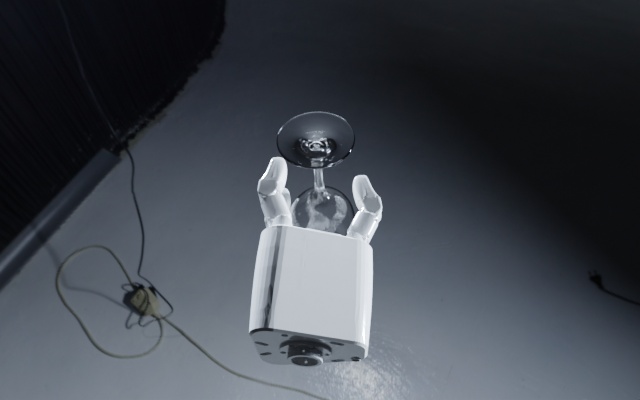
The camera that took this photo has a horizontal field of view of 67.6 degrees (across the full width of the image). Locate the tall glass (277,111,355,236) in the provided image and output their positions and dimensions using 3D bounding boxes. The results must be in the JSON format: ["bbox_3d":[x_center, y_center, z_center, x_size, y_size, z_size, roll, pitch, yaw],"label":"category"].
[{"bbox_3d":[0.000,0.001,0.528,0.079,0.079,0.201,0,-37,4],"label":"tall glass"}]
